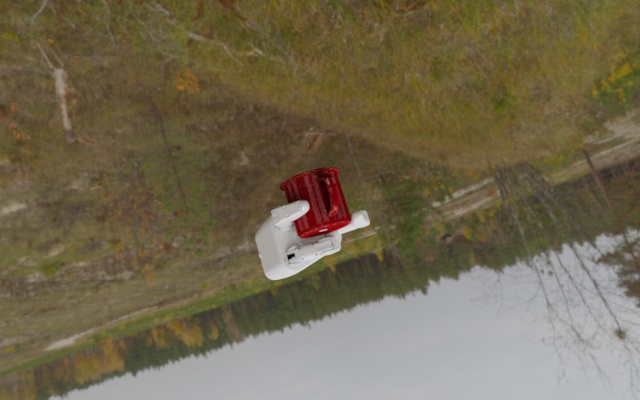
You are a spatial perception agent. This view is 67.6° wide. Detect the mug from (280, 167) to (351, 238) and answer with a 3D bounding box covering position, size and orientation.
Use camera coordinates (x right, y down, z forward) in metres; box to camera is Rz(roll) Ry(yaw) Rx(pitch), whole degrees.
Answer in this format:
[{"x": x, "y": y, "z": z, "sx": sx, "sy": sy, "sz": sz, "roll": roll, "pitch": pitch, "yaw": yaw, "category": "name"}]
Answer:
[{"x": 0.001, "y": 0.002, "z": 0.683, "sx": 0.093, "sy": 0.081, "sz": 0.117, "roll": -12, "pitch": -12, "yaw": -25, "category": "mug"}]
